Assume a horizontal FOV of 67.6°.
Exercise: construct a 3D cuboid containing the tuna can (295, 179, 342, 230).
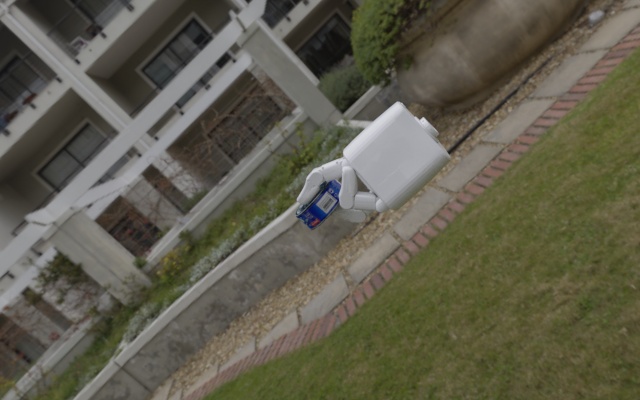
[{"bbox_3d":[0.000,0.002,0.738,0.034,0.086,0.086,41,-9,-10],"label":"tuna can"}]
